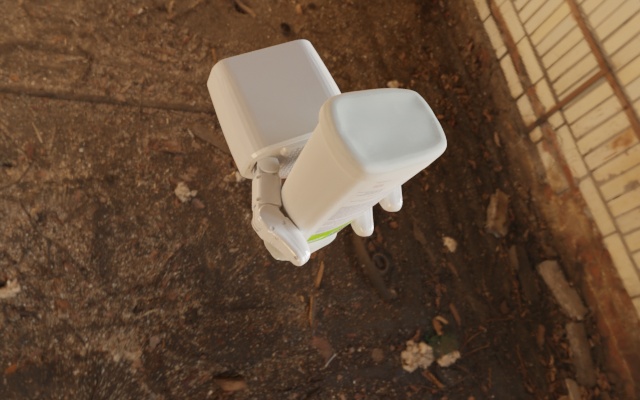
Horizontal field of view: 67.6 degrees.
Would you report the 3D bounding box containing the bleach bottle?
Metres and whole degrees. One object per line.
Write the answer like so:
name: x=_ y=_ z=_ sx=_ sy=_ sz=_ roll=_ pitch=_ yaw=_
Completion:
bleach bottle: x=0.000 y=0.001 z=0.437 sx=0.102 sy=0.068 sz=0.251 roll=-15 pitch=-19 yaw=-33
